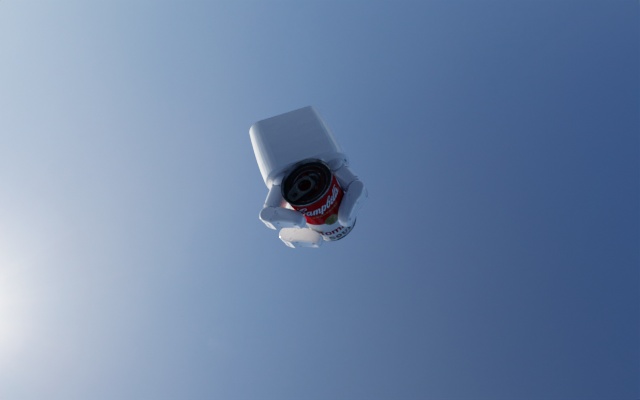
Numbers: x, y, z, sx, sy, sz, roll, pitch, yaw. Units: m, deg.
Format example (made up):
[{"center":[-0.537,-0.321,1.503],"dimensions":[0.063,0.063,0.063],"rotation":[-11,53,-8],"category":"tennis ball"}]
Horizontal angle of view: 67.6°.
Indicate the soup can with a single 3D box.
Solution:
[{"center":[0.000,0.002,0.617],"dimensions":[0.068,0.068,0.102],"rotation":[0,-30,24],"category":"soup can"}]
